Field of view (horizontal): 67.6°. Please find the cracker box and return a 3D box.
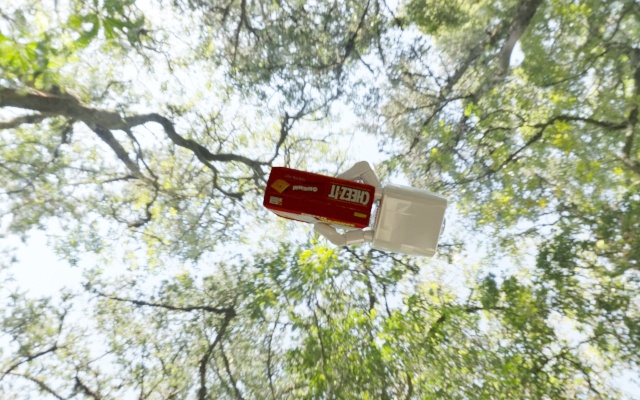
[{"bbox_3d":[0.000,0.003,0.814,0.164,0.072,0.214,11,-6,2],"label":"cracker box"}]
